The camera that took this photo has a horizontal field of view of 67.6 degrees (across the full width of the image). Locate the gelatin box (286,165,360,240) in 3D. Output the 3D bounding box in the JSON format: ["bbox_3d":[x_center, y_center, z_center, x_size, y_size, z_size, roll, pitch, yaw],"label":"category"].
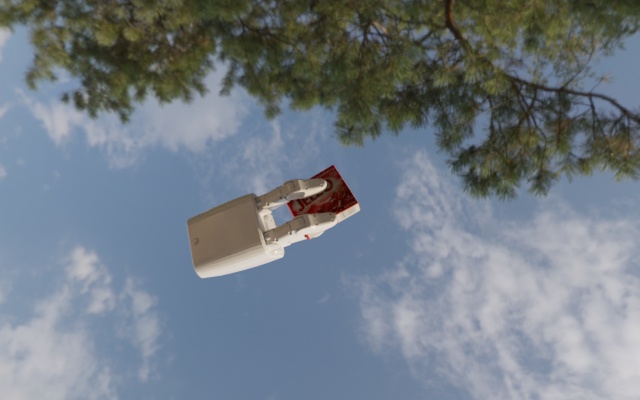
[{"bbox_3d":[0.000,0.002,0.681,0.089,0.073,0.030,-30,-26,-3],"label":"gelatin box"}]
